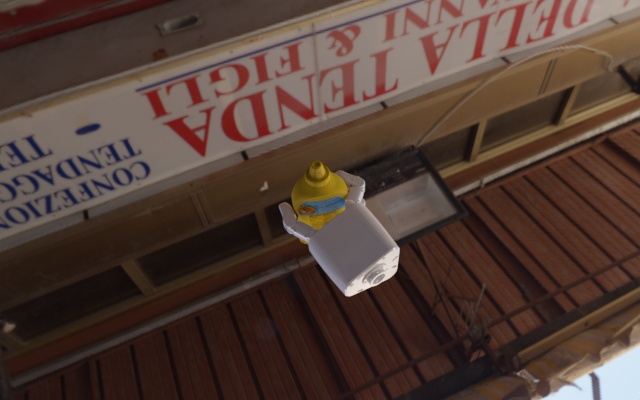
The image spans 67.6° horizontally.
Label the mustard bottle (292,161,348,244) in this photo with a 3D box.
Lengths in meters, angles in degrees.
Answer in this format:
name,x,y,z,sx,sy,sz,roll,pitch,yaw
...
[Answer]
name,x,y,z,sx,sy,sz,roll,pitch,yaw
mustard bottle,0.000,0.003,0.822,0.096,0.058,0.192,-9,-38,-2
